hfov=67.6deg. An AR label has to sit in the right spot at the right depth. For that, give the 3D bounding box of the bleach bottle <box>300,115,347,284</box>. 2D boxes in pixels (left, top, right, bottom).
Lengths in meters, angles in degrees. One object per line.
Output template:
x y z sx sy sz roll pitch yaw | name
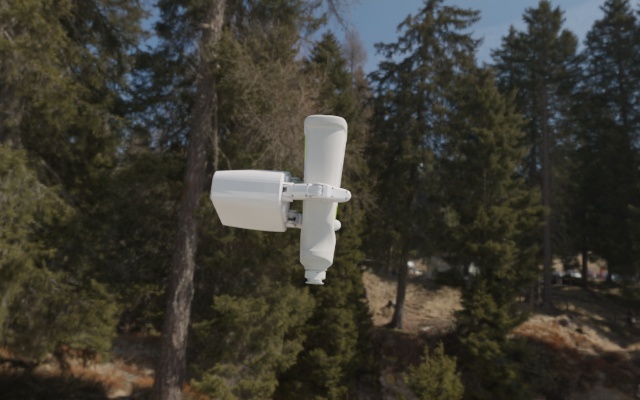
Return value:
0.000 0.002 0.745 0.068 0.250 0.102 4 -13 4 | bleach bottle
